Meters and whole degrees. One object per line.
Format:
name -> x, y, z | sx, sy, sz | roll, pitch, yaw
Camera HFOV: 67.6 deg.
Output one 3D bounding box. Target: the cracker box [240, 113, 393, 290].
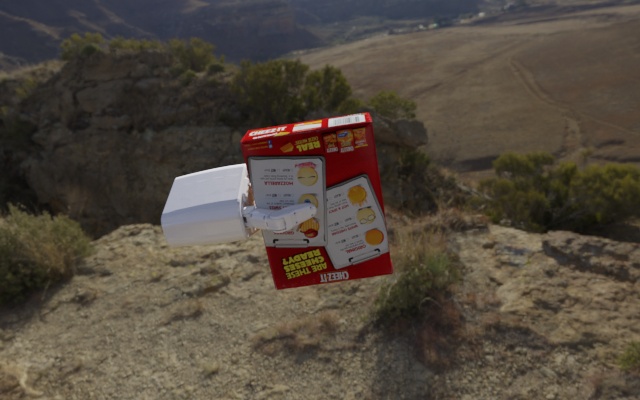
cracker box -> 0.000, 0.002, 0.635 | 0.164, 0.214, 0.072 | -9, 22, 6
